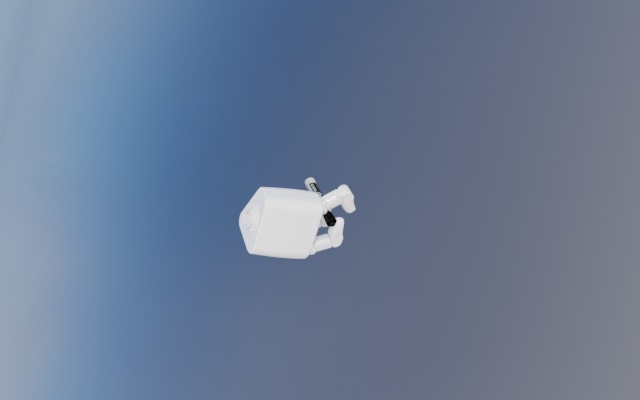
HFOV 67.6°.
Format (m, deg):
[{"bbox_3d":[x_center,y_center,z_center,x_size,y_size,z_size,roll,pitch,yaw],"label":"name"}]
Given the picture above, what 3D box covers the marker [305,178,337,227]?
[{"bbox_3d":[0.000,0.003,0.848,0.020,0.020,0.121,0,40,-27],"label":"marker"}]
